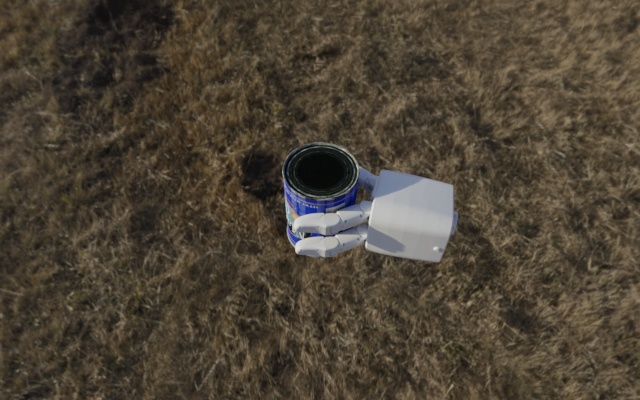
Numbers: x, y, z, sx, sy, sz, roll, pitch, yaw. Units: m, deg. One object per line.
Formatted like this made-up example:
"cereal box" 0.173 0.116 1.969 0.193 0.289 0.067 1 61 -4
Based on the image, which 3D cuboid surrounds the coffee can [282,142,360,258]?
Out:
"coffee can" 0.000 0.002 0.684 0.103 0.102 0.140 0 -38 0
